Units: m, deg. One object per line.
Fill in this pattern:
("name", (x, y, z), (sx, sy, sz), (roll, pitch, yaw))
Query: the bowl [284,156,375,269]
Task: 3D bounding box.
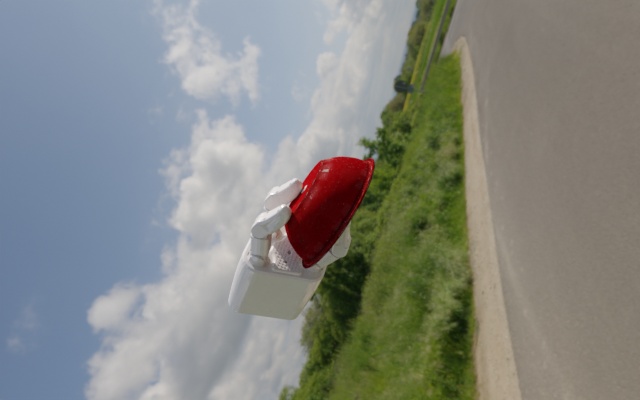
("bowl", (0.000, 0.001, 0.598), (0.055, 0.162, 0.162), (33, -6, -10))
